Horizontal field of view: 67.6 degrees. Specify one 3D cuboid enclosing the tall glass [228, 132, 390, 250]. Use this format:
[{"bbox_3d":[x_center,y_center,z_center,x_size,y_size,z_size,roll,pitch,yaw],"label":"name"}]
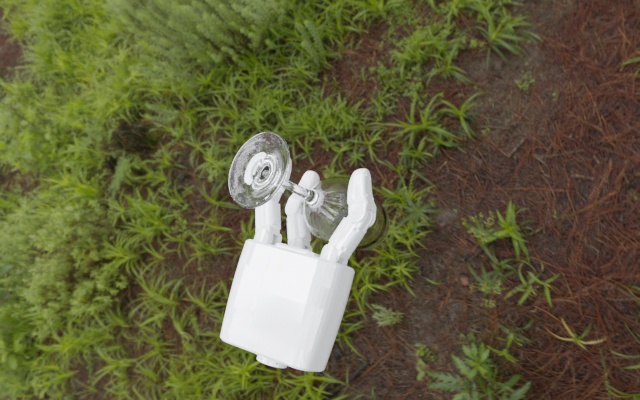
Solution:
[{"bbox_3d":[0.000,0.001,0.510,0.079,0.079,0.201,0,-17,38],"label":"tall glass"}]
